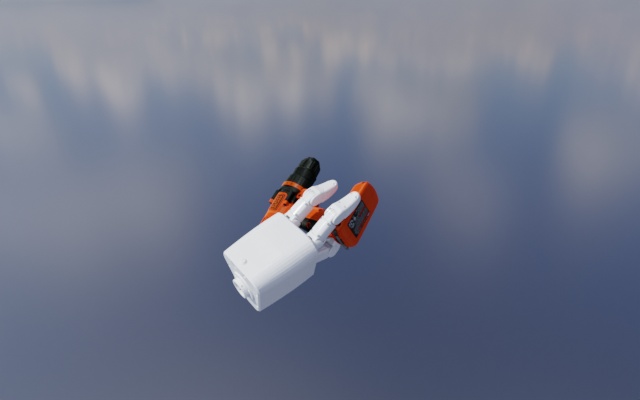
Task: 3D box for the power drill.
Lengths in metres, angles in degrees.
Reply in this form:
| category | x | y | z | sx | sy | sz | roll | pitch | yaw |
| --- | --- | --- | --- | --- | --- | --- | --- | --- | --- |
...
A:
| category | x | y | z | sx | sy | sz | roll | pitch | yaw |
| --- | --- | --- | --- | --- | --- | --- | --- | --- | --- |
| power drill | 0.000 | 0.003 | 0.800 | 0.187 | 0.184 | 0.057 | 5 | -33 | 41 |
